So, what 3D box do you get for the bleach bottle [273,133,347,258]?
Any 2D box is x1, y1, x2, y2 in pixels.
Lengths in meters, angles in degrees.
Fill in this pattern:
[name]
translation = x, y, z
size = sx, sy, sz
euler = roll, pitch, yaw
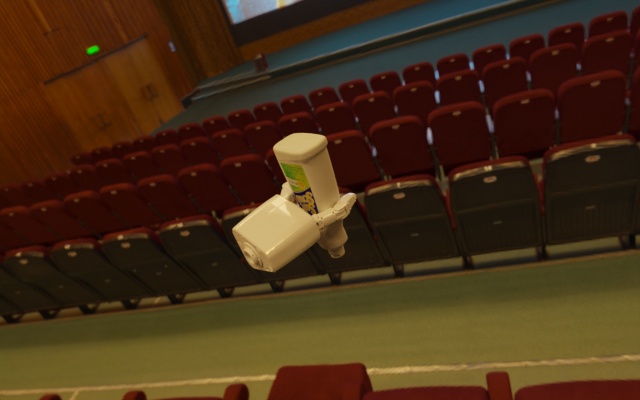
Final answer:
[bleach bottle]
translation = 0.000, 0.003, 0.872
size = 0.068, 0.251, 0.102
euler = -38, 33, -28
